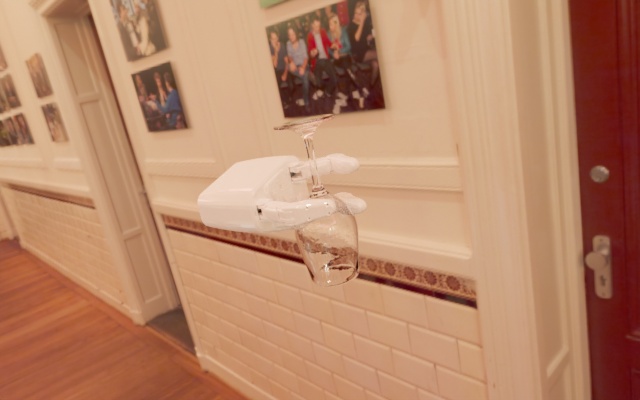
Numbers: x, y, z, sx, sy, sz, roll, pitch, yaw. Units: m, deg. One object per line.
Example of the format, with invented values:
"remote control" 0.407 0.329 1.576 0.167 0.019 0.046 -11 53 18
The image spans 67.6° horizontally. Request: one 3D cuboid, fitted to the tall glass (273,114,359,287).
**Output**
"tall glass" 0.000 0.001 0.582 0.079 0.201 0.079 -11 15 3
